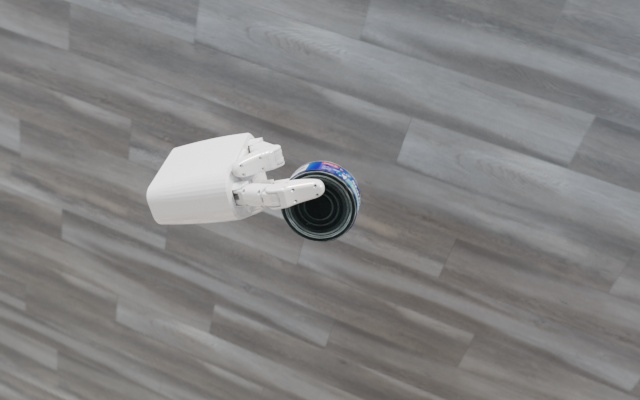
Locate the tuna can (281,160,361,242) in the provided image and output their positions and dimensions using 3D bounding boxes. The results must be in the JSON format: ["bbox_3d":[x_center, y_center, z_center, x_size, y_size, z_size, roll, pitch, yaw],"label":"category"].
[{"bbox_3d":[0.000,0.002,0.523,0.086,0.086,0.033,0,21,11],"label":"tuna can"}]
